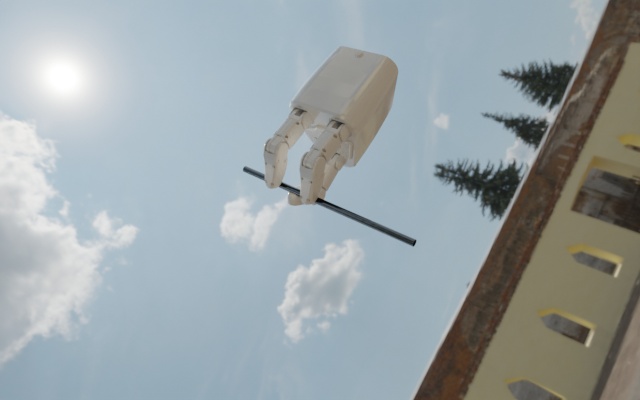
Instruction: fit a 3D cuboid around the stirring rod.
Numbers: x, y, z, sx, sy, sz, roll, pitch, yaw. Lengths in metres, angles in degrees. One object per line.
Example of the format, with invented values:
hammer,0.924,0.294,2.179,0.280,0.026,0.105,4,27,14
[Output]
stirring rod,0.000,0.002,0.545,0.239,0.011,0.011,24,12,30
